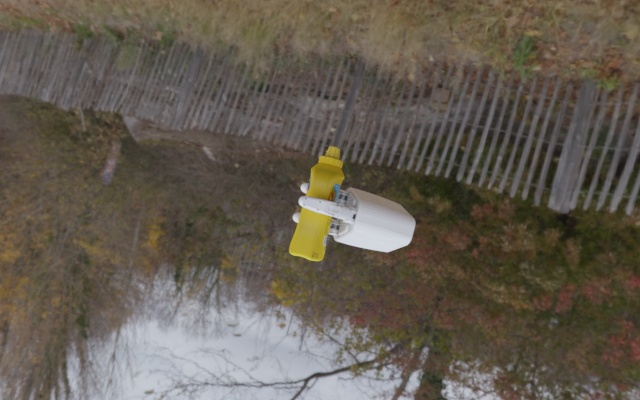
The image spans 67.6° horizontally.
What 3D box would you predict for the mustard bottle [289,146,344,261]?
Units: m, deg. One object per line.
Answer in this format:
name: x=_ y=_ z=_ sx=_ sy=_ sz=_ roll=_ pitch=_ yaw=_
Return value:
mustard bottle: x=0.000 y=0.003 z=0.803 sx=0.058 sy=0.191 sz=0.096 roll=15 pitch=-2 yaw=11
